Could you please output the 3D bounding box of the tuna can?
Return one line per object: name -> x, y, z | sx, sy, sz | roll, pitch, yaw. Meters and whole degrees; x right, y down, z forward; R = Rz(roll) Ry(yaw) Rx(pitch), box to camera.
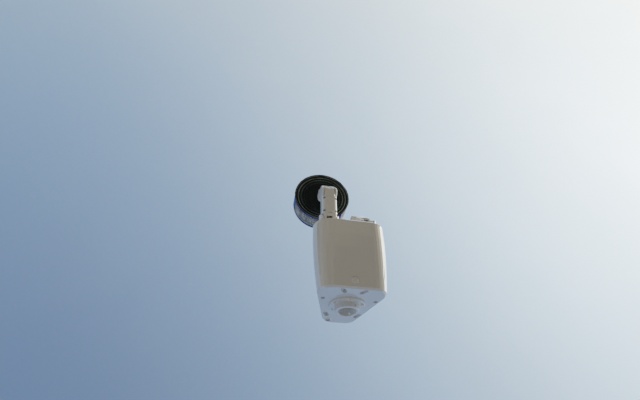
tuna can -> 0.000, 0.003, 0.759 | 0.086, 0.086, 0.034 | 0, -36, -11
